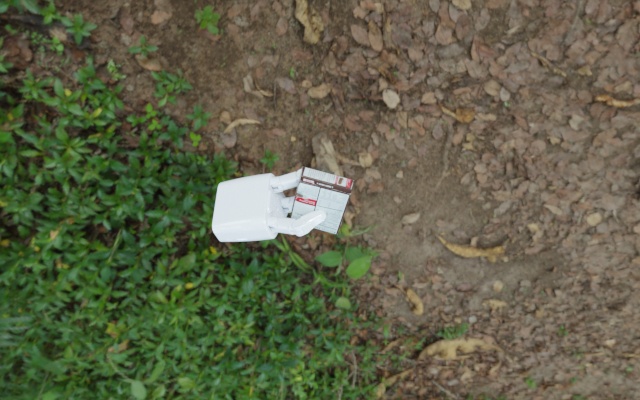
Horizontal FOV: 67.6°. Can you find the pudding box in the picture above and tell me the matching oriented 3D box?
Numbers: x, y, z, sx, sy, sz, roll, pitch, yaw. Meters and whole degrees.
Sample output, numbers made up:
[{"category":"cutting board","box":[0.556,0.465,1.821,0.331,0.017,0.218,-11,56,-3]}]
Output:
[{"category":"pudding box","box":[0.000,0.003,0.814,0.090,0.039,0.114,14,-41,-2]}]
